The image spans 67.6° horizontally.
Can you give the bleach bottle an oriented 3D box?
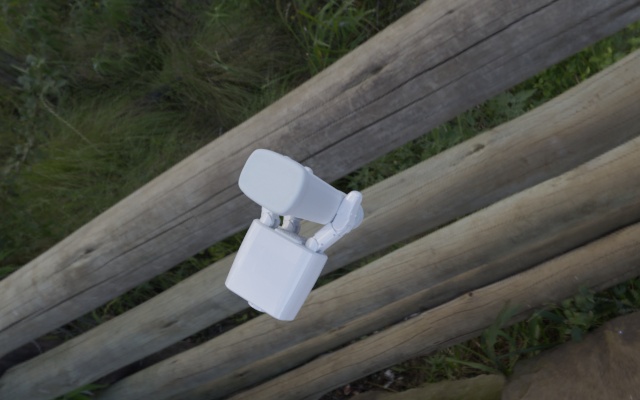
[{"bbox_3d":[0.000,0.002,0.684,0.102,0.068,0.251,29,2,34],"label":"bleach bottle"}]
